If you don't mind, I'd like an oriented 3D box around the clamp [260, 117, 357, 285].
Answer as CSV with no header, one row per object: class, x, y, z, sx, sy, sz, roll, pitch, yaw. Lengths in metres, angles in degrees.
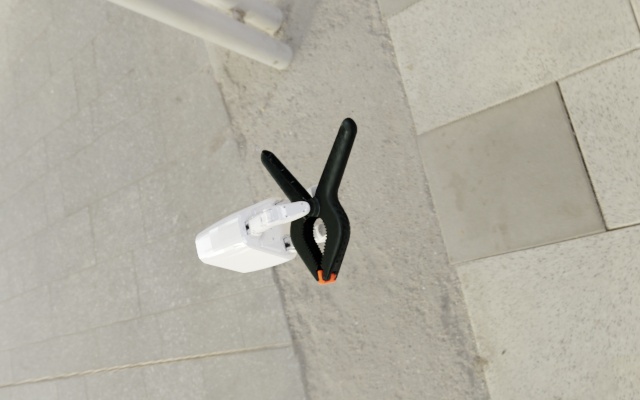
clamp,0.000,0.003,0.631,0.164,0.210,0.036,-24,-15,37
